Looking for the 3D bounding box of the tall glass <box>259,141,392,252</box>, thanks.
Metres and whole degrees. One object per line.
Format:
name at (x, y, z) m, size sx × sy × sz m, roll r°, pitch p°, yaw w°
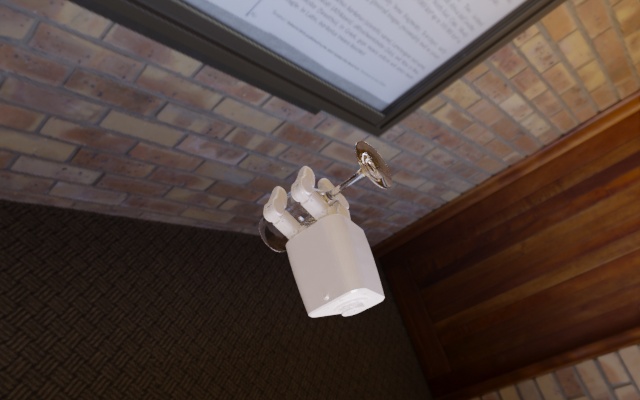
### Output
tall glass at (0.001, 0.002, 0.678) m, size 0.201 × 0.079 × 0.079 m, roll -35°, pitch -19°, yaw 30°
